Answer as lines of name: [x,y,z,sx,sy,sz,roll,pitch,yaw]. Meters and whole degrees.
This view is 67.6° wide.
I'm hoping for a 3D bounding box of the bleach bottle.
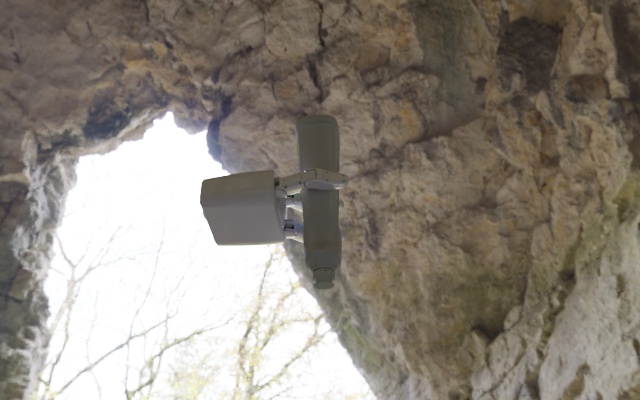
bleach bottle: [0.000,0.002,0.692,0.068,0.250,0.103,-4,-32,4]
